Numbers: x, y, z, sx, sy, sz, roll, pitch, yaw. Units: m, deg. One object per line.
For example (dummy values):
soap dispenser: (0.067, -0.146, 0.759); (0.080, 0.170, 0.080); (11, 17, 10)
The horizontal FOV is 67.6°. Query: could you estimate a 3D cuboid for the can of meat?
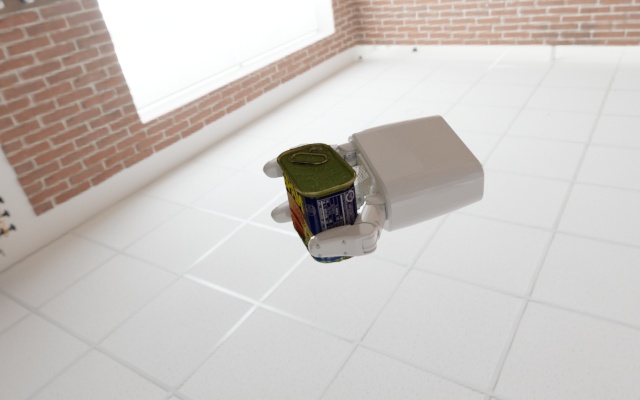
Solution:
can of meat: (0.000, 0.002, 0.471); (0.057, 0.084, 0.102); (-17, 31, -13)
